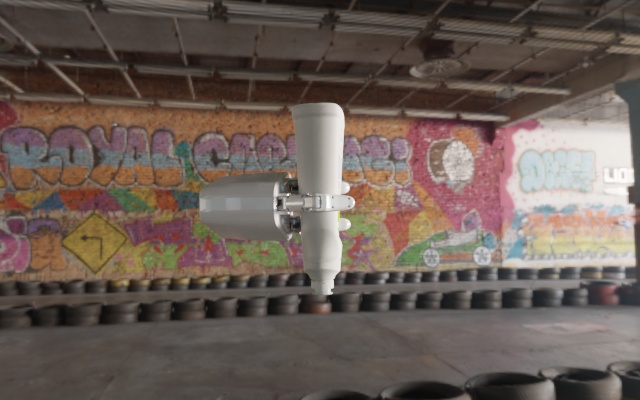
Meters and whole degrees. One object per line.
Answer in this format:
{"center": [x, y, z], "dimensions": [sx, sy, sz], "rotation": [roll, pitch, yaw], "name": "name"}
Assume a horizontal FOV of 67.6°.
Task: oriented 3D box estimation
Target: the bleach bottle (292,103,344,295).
{"center": [0.000, 0.002, 0.653], "dimensions": [0.068, 0.251, 0.102], "rotation": [-1, -3, 8], "name": "bleach bottle"}
